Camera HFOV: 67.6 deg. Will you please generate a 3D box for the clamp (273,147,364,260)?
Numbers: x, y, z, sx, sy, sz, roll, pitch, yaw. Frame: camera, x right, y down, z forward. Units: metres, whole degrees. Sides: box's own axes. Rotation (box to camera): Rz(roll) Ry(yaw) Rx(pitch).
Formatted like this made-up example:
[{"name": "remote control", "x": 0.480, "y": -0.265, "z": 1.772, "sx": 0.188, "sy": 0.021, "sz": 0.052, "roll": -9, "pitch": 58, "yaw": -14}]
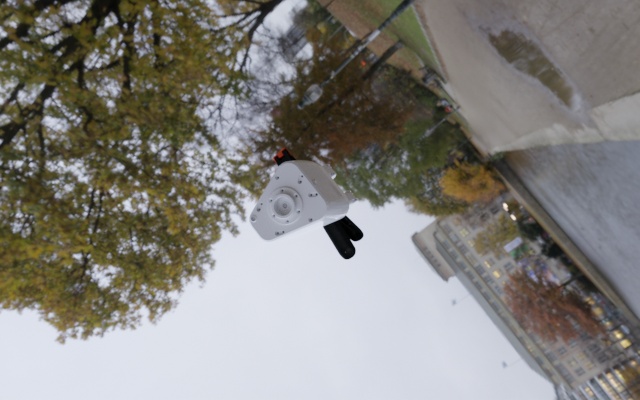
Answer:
[{"name": "clamp", "x": -0.001, "y": 0.003, "z": 0.790, "sx": 0.036, "sy": 0.210, "sz": 0.164, "roll": -40, "pitch": -9, "yaw": 10}]
